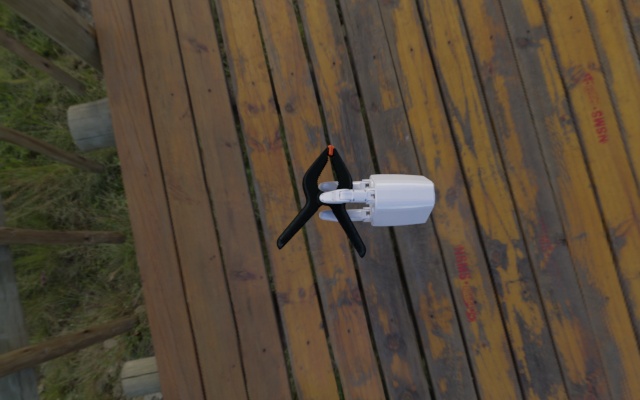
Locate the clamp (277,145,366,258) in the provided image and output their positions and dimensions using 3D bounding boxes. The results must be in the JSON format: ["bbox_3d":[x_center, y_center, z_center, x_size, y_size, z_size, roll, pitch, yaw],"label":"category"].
[{"bbox_3d":[0.000,0.002,0.889,0.164,0.210,0.036,-1,-6,-1],"label":"clamp"}]
